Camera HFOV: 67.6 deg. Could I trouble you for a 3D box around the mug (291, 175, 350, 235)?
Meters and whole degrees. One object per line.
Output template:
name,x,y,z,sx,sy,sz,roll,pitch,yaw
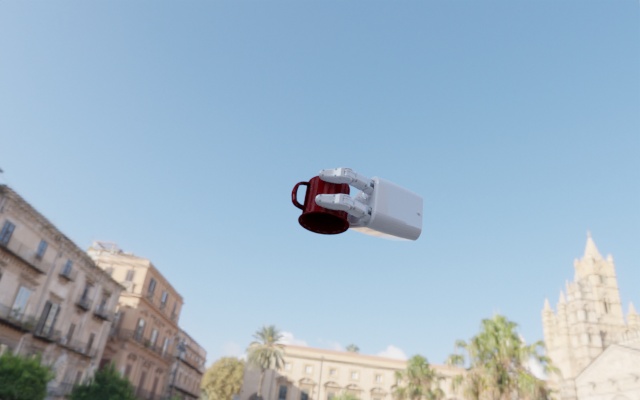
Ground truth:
mug,-0.001,0.002,0.864,0.117,0.081,0.093,21,-31,-22
